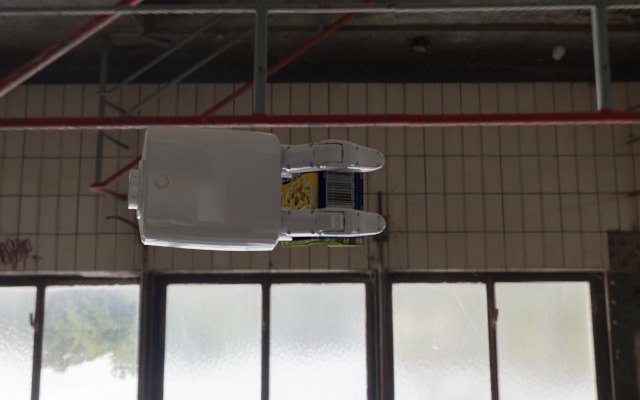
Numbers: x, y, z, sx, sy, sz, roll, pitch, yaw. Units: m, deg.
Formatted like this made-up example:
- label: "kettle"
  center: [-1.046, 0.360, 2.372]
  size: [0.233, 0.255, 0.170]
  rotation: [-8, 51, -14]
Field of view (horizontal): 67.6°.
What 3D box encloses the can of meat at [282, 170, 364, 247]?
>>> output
- label: "can of meat"
  center: [0.000, 0.002, 0.451]
  size: [0.057, 0.084, 0.102]
  rotation: [3, -7, -26]
